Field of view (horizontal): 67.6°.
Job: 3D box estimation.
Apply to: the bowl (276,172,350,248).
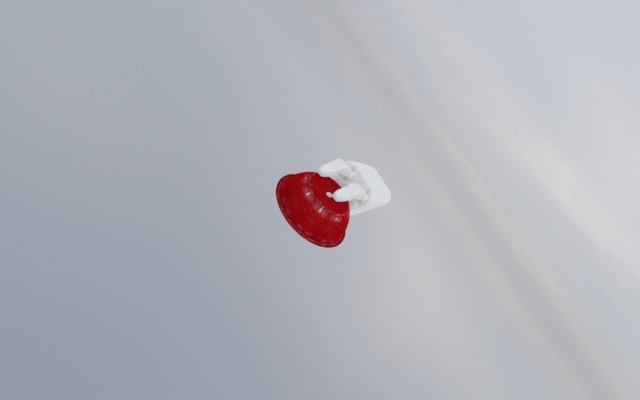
[{"bbox_3d":[0.000,0.003,0.856,0.162,0.162,0.055,0,-34,-49],"label":"bowl"}]
